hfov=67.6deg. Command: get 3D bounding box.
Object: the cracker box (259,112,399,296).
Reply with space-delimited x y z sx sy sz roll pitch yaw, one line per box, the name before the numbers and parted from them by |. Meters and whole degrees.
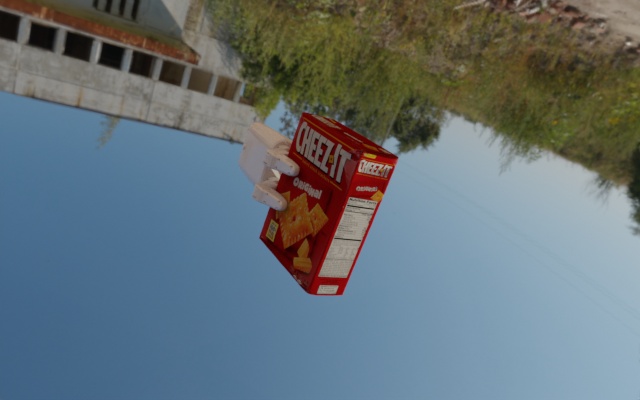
cracker box | 0.000 0.002 0.682 0.072 0.214 0.164 7 21 -36
